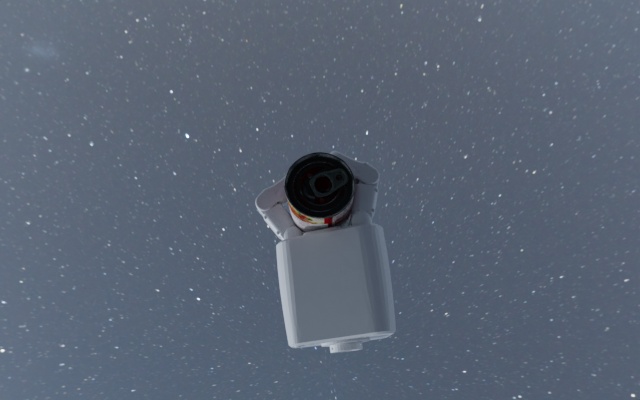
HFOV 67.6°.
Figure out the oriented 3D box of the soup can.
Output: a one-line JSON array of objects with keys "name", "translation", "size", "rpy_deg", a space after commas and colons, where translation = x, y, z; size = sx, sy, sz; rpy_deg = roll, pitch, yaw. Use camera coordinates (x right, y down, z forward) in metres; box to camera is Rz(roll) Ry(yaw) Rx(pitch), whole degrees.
[{"name": "soup can", "translation": [0.000, 0.001, 0.502], "size": [0.068, 0.068, 0.102], "rpy_deg": [0, -20, 1]}]
